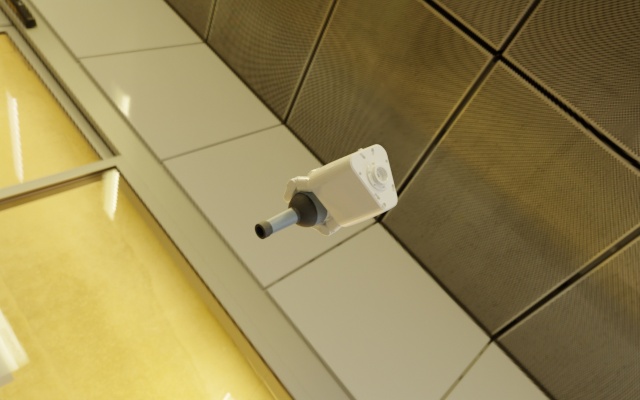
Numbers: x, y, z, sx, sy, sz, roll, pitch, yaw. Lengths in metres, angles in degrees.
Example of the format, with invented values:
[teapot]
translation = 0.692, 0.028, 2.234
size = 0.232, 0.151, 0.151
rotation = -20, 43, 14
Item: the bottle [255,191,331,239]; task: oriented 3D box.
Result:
[bottle]
translation = 0.000, 0.003, 0.872
size = 0.069, 0.069, 0.295
rotation = 0, 19, 45
